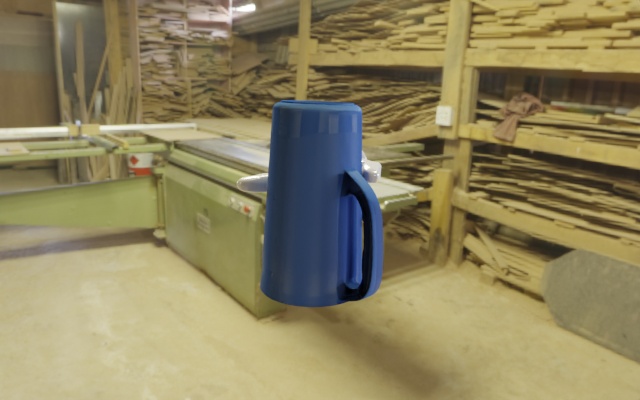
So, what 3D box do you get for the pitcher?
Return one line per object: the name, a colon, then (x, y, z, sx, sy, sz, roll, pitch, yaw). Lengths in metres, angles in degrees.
pitcher: (0.000, 0.002, 0.592, 0.149, 0.243, 0.145, 2, 13, 1)
